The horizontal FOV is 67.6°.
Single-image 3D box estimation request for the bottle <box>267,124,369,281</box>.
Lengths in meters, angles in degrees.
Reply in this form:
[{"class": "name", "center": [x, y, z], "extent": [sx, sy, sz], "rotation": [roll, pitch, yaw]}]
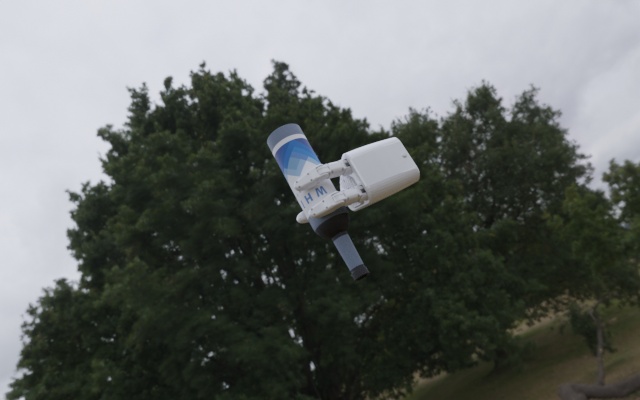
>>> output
[{"class": "bottle", "center": [0.000, 0.003, 0.818], "extent": [0.069, 0.295, 0.069], "rotation": [-25, -20, -10]}]
